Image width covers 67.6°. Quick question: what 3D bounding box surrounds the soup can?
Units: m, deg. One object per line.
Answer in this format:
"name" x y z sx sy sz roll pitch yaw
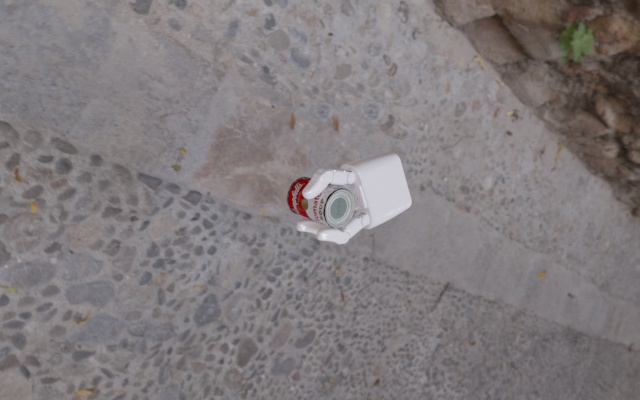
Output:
"soup can" 0.000 0.003 0.803 0.068 0.068 0.102 0 13 -41
